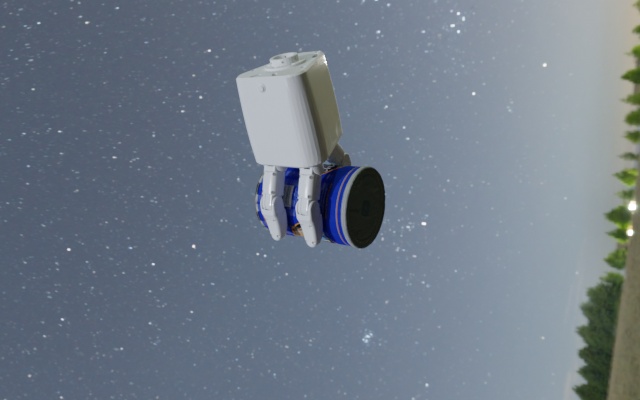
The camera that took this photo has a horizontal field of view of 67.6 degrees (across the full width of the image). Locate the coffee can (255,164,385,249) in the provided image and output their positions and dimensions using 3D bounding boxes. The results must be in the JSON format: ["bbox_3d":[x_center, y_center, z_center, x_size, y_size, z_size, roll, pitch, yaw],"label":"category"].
[{"bbox_3d":[0.000,0.002,0.629,0.140,0.103,0.103,7,4,34],"label":"coffee can"}]
